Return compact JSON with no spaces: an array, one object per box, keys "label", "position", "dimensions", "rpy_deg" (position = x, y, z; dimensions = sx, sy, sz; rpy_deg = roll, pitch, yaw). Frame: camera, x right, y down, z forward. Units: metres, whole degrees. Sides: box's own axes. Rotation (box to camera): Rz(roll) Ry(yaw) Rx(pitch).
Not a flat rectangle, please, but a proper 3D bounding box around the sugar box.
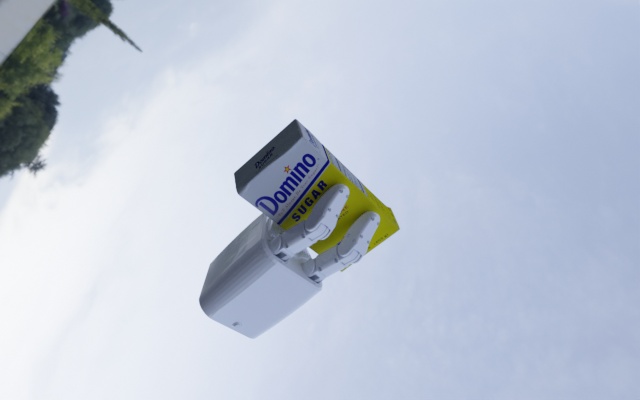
[{"label":"sugar box","position":[0.000,0.002,0.526],"dimensions":[0.176,0.093,0.048],"rpy_deg":[39,20,-36]}]
